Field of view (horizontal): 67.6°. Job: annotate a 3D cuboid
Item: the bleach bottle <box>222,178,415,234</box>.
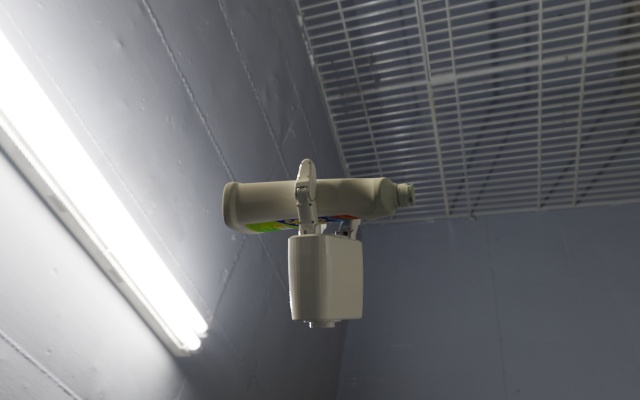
[{"bbox_3d":[0.000,0.002,0.654,0.251,0.068,0.102,-6,-14,18],"label":"bleach bottle"}]
